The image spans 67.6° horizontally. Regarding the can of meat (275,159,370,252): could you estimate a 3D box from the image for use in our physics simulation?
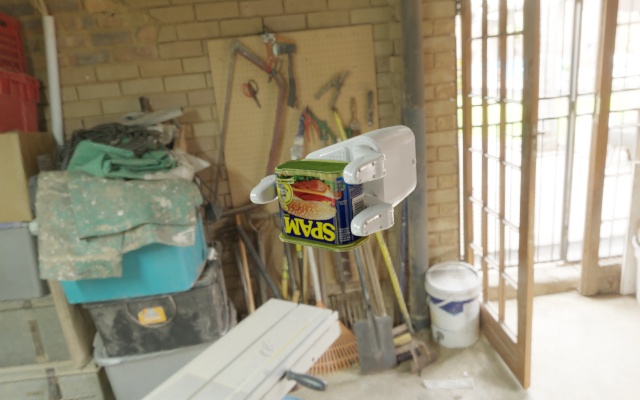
[{"bbox_3d":[0.000,0.001,0.518,0.102,0.084,0.057,7,20,37],"label":"can of meat"}]
